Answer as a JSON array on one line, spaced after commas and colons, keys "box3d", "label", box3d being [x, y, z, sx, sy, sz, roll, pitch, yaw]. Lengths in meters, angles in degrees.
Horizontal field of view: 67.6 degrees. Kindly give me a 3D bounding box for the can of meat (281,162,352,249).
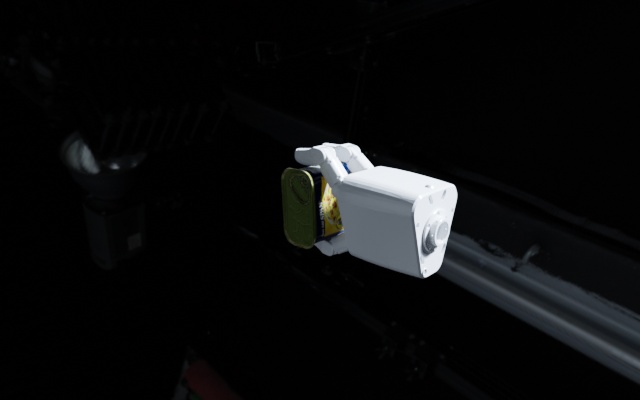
[{"box3d": [0.000, 0.002, 0.626, 0.057, 0.102, 0.084, 12, 21, 44], "label": "can of meat"}]
